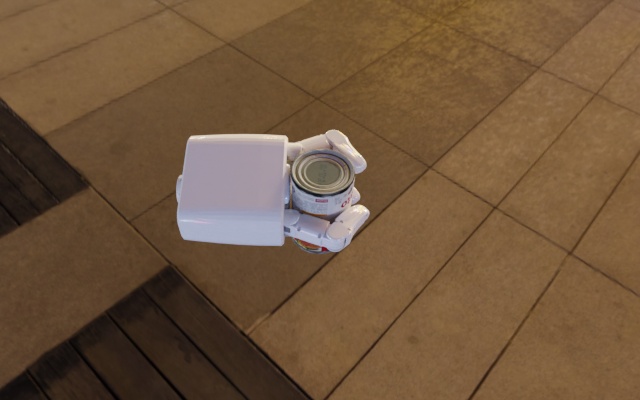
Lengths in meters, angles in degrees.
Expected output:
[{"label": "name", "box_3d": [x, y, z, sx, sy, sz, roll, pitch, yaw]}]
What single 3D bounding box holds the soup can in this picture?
[{"label": "soup can", "box_3d": [0.001, 0.002, 0.521, 0.068, 0.068, 0.102, 0, -40, -3]}]
